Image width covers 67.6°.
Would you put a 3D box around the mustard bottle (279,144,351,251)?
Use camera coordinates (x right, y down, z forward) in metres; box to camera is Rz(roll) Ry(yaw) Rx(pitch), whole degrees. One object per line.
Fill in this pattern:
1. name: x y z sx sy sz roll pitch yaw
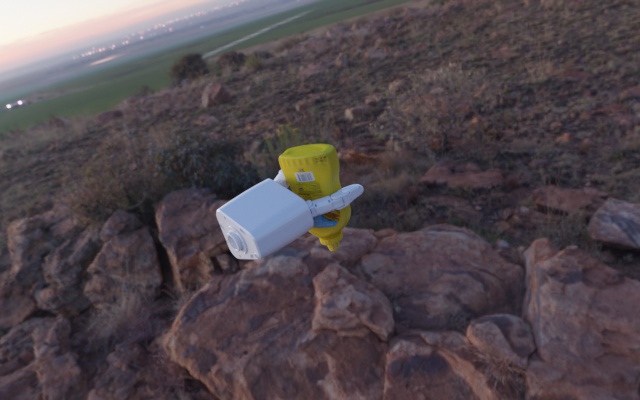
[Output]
1. mustard bottle: 0.000 0.002 0.803 0.096 0.192 0.058 -2 28 28
